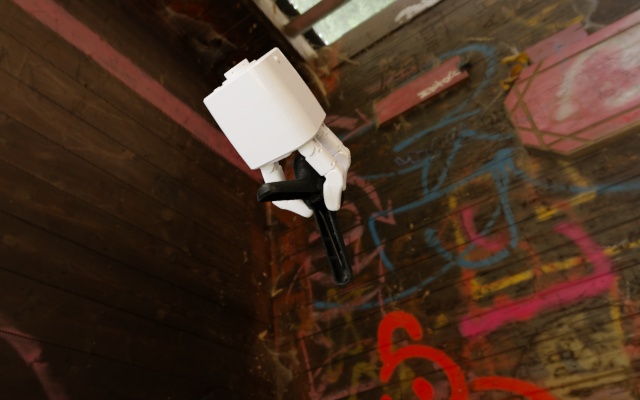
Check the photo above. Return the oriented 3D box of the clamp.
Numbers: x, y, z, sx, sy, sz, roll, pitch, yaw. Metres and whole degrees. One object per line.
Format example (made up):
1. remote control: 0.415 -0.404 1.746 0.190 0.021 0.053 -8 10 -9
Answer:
1. clamp: -0.001 0.002 0.630 0.036 0.164 0.210 -28 20 25
